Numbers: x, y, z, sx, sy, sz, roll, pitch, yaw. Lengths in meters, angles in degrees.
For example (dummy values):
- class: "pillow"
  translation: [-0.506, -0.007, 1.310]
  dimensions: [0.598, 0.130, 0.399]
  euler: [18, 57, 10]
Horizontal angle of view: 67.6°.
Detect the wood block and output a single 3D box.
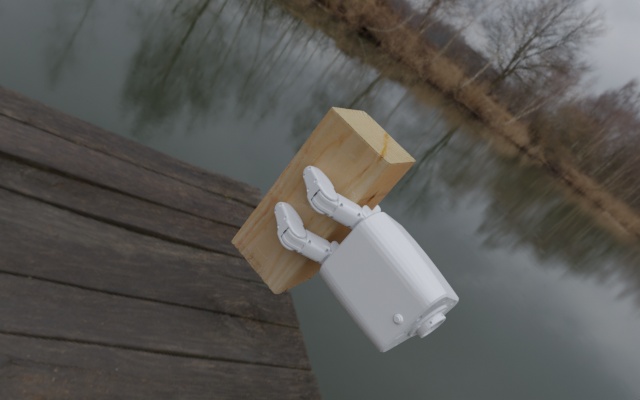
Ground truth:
- class: "wood block"
  translation: [0.001, 0.002, 0.558]
  dimensions: [0.090, 0.206, 0.091]
  euler: [47, 25, 16]
